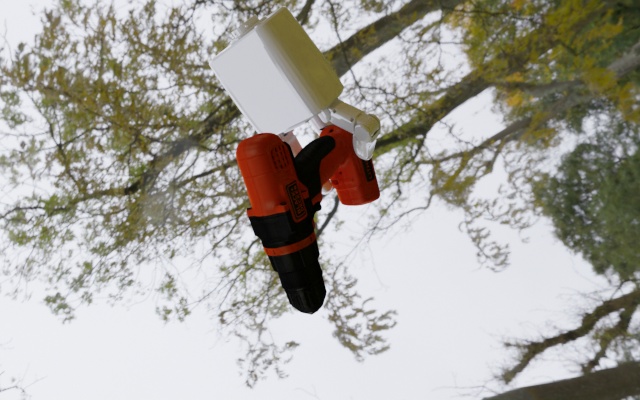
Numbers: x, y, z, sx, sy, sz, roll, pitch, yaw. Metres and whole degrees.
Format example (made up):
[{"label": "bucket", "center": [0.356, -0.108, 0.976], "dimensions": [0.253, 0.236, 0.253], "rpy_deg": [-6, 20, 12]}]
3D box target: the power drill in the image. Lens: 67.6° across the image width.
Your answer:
[{"label": "power drill", "center": [0.000, 0.001, 0.512], "dimensions": [0.057, 0.184, 0.187], "rpy_deg": [-6, 18, 32]}]
